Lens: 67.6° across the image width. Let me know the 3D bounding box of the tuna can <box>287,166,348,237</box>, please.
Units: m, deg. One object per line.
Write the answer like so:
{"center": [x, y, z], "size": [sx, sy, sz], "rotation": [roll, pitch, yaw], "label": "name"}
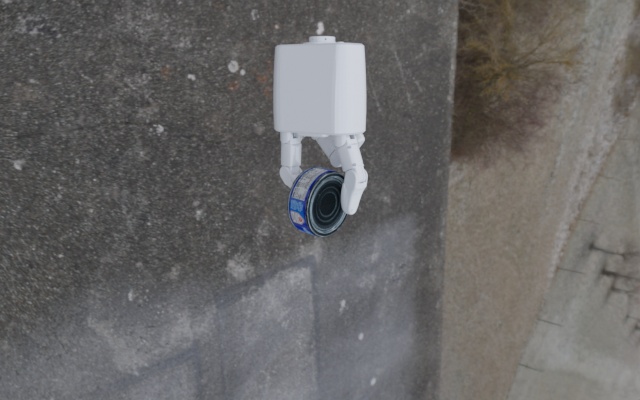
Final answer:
{"center": [0.001, 0.002, 0.600], "size": [0.033, 0.086, 0.086], "rotation": [17, 11, 40], "label": "tuna can"}
